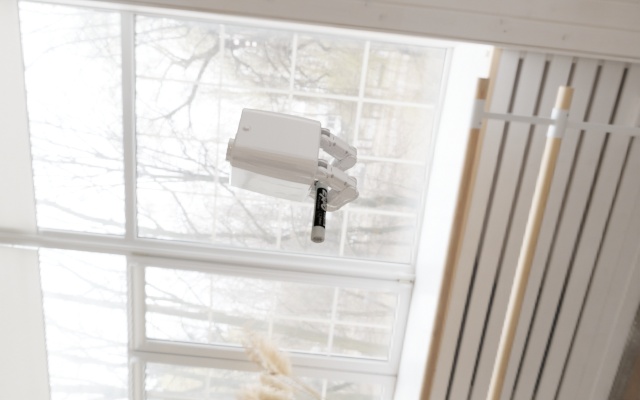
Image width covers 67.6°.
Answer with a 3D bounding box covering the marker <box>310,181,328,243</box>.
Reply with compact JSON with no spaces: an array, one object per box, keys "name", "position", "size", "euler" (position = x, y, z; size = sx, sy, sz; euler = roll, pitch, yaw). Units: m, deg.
[{"name":"marker","position":[0.000,0.002,0.651],"size":[0.020,0.121,0.020],"euler":[3,-36,2]}]
